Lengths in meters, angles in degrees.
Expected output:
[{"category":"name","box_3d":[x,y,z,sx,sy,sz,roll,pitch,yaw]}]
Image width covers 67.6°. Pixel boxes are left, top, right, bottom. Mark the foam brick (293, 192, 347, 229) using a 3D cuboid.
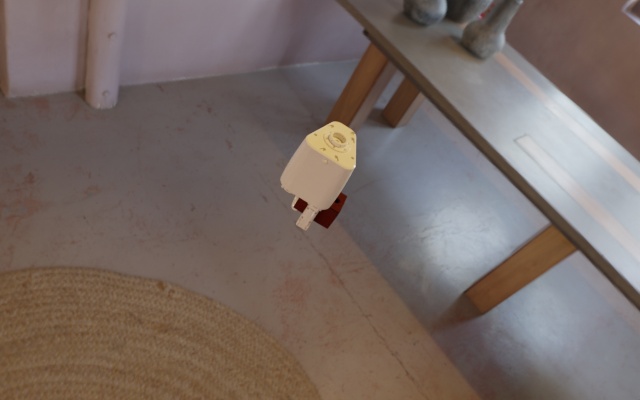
[{"category":"foam brick","box_3d":[0.000,0.003,0.872,0.078,0.051,0.053,32,42,-3]}]
